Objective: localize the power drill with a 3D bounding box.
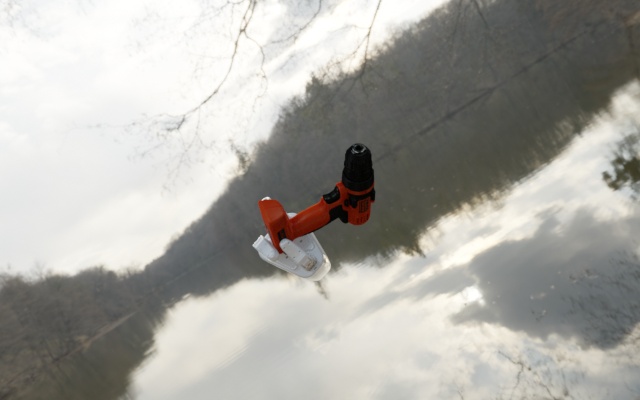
[{"bbox_3d":[0.000,0.003,0.758,0.187,0.057,0.185,-21,-36,-11],"label":"power drill"}]
